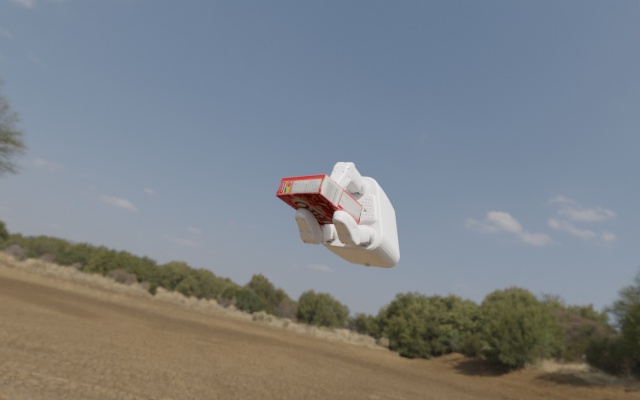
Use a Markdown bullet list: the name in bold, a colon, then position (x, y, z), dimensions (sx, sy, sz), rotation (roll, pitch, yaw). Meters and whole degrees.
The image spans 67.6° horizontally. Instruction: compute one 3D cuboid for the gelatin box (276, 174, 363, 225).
- **gelatin box**: position (0.000, 0.001, 0.607), dimensions (0.073, 0.030, 0.089), rotation (-2, -28, 39)
